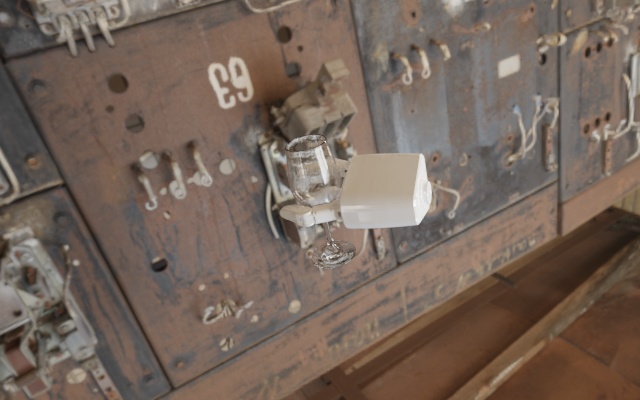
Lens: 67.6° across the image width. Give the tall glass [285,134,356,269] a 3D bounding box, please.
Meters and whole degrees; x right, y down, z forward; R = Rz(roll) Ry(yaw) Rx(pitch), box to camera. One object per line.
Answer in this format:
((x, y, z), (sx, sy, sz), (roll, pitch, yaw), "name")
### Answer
((0.000, 0.003, 0.732), (0.079, 0.201, 0.079), (-11, 28, 6), "tall glass")
